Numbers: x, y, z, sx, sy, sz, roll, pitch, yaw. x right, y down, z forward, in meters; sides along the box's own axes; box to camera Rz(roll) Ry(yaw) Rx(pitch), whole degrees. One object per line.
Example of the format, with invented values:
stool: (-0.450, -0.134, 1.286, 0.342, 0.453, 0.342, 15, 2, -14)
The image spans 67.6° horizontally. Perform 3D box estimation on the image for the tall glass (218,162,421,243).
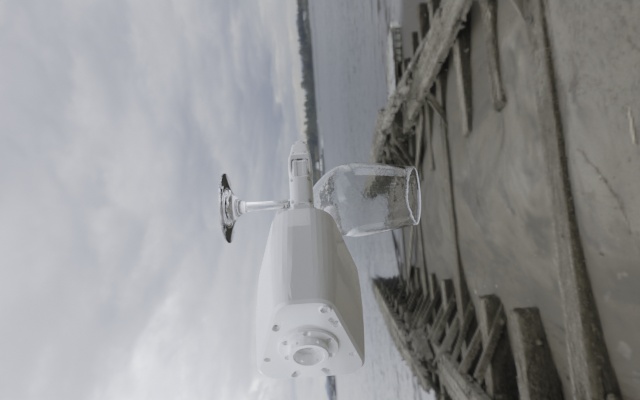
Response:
tall glass: (-0.001, 0.002, 0.502, 0.201, 0.079, 0.079, -4, 0, 0)
